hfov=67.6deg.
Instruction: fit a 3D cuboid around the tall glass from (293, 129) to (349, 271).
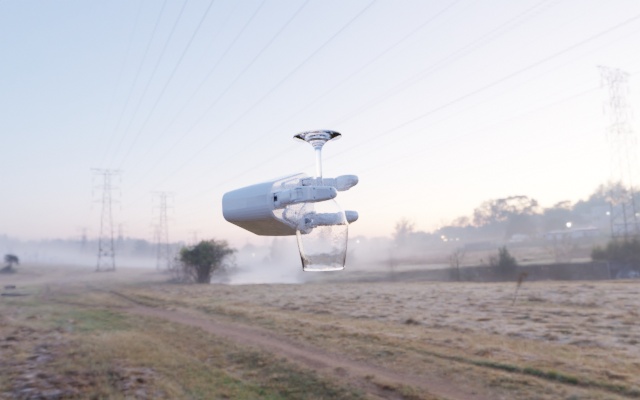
[{"bbox_3d":[0.000,0.002,0.705,0.079,0.201,0.079,-3,-7,0],"label":"tall glass"}]
